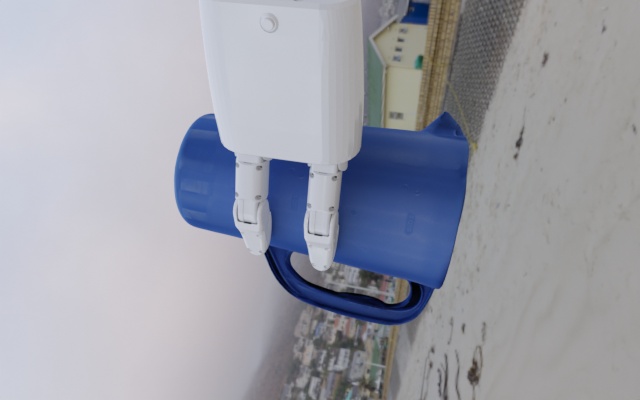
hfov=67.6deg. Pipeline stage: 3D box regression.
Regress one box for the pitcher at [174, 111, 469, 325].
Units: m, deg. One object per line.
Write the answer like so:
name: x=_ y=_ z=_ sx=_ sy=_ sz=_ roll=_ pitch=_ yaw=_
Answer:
pitcher: x=0.000 y=0.001 z=0.427 sx=0.243 sy=0.149 sz=0.145 roll=9 pitch=-42 yaw=10
